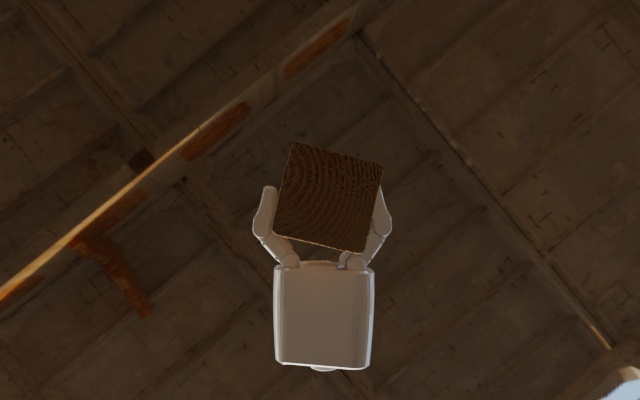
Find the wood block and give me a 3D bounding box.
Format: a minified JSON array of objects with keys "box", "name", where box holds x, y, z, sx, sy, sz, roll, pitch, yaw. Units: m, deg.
[{"box":[0.000,0.002,0.543,0.091,0.090,0.206,14,-3,-4],"name":"wood block"}]
